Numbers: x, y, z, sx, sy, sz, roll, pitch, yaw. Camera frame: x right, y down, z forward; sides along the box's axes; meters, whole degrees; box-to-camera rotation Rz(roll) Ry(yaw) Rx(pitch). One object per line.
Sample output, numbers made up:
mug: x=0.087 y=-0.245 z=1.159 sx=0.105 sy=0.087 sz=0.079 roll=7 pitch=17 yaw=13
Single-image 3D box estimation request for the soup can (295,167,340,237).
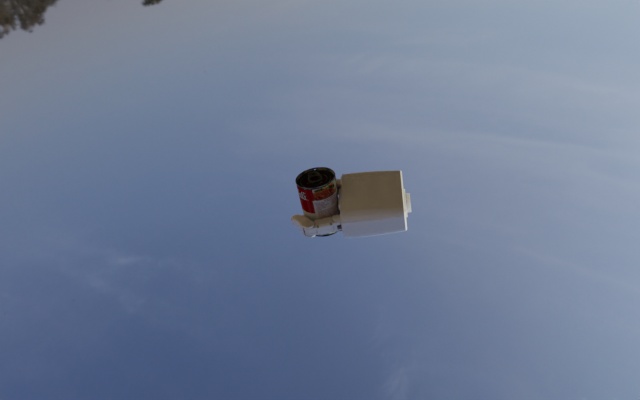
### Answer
soup can: x=0.000 y=0.003 z=0.824 sx=0.068 sy=0.102 sz=0.068 roll=-9 pitch=33 yaw=6
